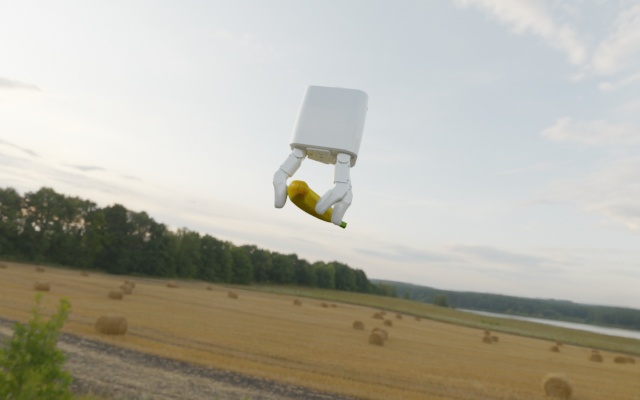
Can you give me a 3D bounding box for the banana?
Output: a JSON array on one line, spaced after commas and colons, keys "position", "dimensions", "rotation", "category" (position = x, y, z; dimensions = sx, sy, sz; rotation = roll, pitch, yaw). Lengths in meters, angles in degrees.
[{"position": [-0.015, -0.001, 0.781], "dimensions": [0.069, 0.037, 0.198], "rotation": [14, -11, 27], "category": "banana"}]
